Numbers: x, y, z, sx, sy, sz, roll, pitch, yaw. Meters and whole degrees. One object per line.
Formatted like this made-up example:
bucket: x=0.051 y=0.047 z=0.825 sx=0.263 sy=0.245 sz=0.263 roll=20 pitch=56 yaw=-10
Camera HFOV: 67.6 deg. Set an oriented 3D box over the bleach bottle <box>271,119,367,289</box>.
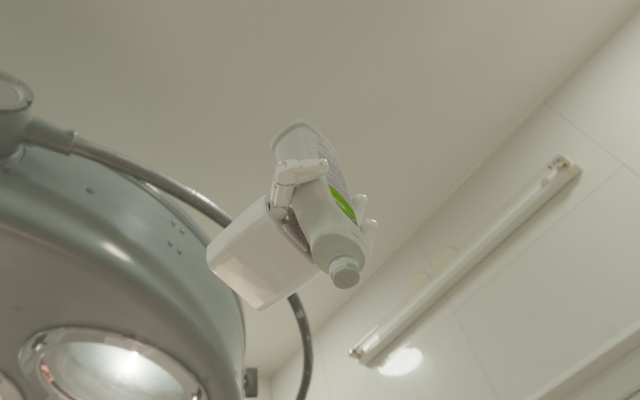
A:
bleach bottle: x=0.000 y=0.002 z=0.575 sx=0.103 sy=0.068 sz=0.250 roll=41 pitch=19 yaw=-32
